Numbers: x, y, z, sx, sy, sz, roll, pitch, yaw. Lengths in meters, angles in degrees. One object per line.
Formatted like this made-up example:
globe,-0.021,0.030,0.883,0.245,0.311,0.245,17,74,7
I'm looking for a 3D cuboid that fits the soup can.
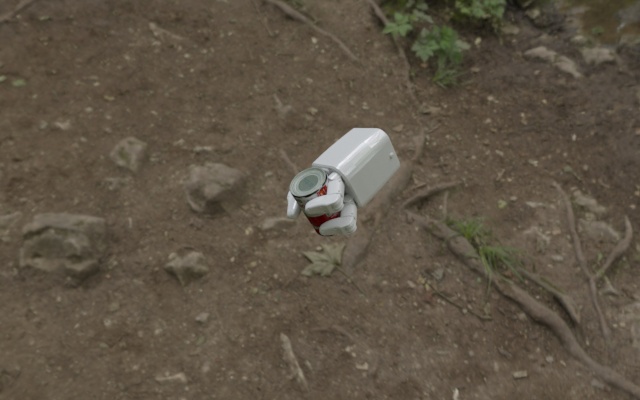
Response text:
soup can,0.000,0.003,0.794,0.068,0.068,0.102,0,-41,33
